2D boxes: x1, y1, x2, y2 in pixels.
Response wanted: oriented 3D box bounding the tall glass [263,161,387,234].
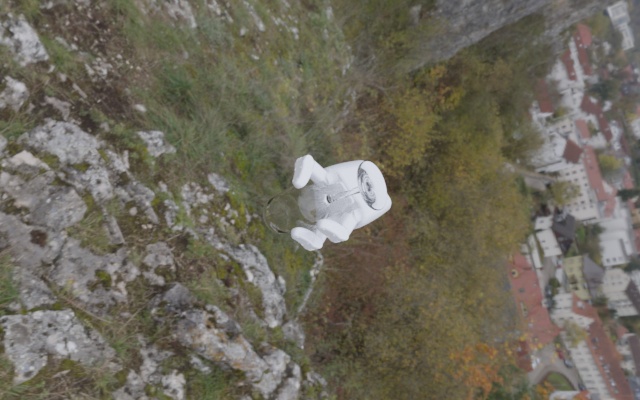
[{"bbox_3d":[0.001,0.002,0.748,0.201,0.079,0.079,-18,-11,37],"label":"tall glass"}]
